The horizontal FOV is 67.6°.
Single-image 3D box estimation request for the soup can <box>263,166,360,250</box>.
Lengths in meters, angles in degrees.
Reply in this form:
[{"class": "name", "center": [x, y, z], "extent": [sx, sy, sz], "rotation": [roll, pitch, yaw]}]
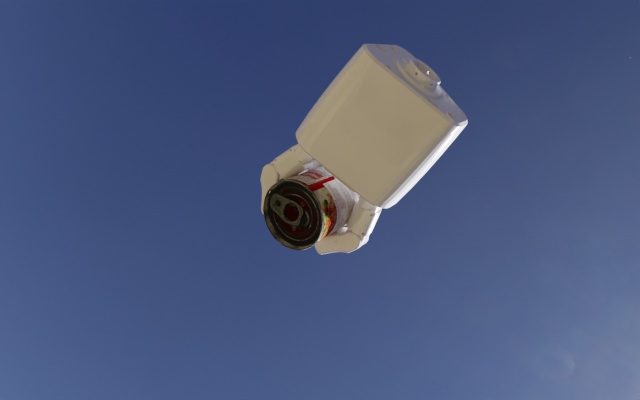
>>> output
[{"class": "soup can", "center": [0.000, 0.002, 0.483], "extent": [0.068, 0.068, 0.102], "rotation": [0, 14, 33]}]
